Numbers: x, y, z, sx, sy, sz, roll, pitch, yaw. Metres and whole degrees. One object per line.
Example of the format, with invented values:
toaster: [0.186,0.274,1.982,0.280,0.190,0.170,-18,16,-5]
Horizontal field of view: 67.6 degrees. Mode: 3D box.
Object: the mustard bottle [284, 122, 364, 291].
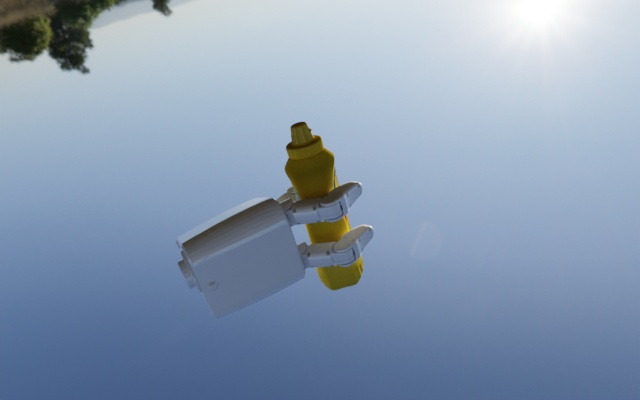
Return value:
mustard bottle: [0.000,0.002,0.552,0.058,0.192,0.096,-15,25,4]
